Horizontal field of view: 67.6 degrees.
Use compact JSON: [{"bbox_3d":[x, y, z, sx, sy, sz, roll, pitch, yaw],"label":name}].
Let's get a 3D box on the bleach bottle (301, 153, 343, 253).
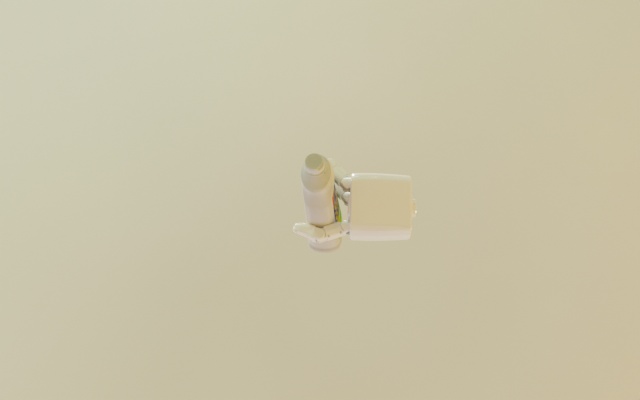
[{"bbox_3d":[0.000,0.003,0.845,0.068,0.102,0.251,1,-27,6],"label":"bleach bottle"}]
